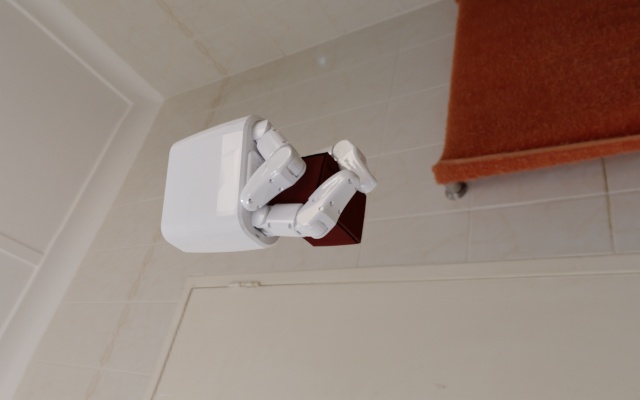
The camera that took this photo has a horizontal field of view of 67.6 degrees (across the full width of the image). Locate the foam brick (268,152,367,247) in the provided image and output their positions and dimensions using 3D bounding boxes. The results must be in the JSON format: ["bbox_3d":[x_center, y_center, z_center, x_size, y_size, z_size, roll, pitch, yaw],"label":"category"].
[{"bbox_3d":[0.000,0.002,0.432,0.051,0.053,0.078,-9,-36,32],"label":"foam brick"}]
